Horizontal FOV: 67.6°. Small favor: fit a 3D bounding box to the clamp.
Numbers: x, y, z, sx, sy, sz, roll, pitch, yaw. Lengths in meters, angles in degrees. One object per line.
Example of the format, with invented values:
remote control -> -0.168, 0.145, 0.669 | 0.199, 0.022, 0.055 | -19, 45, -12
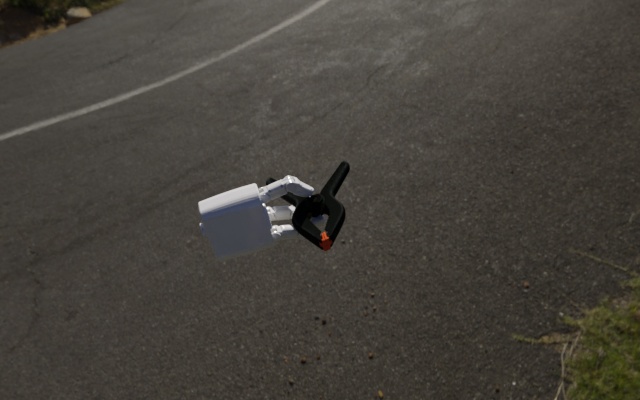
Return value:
clamp -> 0.000, 0.003, 0.860 | 0.164, 0.036, 0.209 | -19, 42, -7
